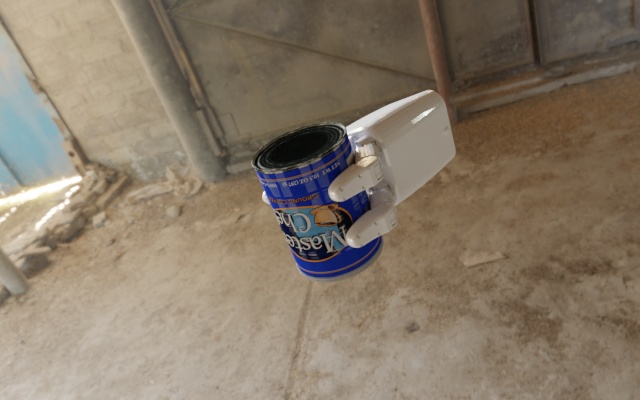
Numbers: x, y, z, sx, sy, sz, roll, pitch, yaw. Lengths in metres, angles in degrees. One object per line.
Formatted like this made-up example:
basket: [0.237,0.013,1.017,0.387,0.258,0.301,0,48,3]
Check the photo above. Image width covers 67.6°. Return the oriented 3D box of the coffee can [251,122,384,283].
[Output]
coffee can: [0.000,0.002,0.512,0.103,0.140,0.102,-17,28,9]
